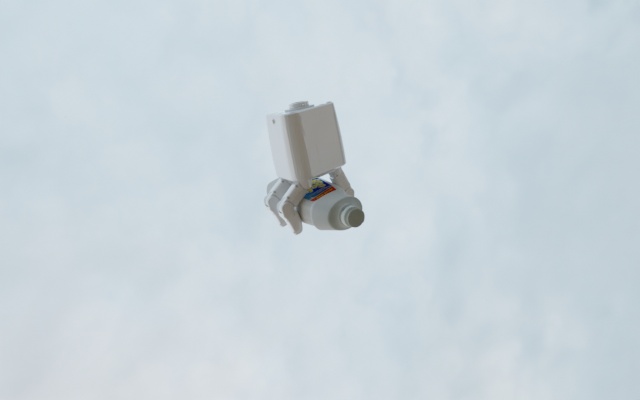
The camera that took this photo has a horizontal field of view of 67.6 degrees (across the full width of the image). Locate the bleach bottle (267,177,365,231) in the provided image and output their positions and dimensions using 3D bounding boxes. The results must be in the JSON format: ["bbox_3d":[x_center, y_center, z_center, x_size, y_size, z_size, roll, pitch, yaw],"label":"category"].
[{"bbox_3d":[0.000,0.003,0.789,0.102,0.068,0.251,-19,18,-24],"label":"bleach bottle"}]
